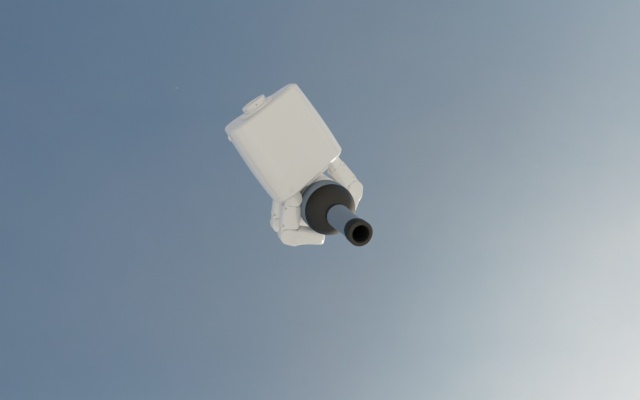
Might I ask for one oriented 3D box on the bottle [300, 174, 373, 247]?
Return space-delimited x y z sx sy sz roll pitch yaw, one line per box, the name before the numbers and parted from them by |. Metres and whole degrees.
bottle | 0.000 0.002 0.625 0.069 0.069 0.295 0 13 -17
